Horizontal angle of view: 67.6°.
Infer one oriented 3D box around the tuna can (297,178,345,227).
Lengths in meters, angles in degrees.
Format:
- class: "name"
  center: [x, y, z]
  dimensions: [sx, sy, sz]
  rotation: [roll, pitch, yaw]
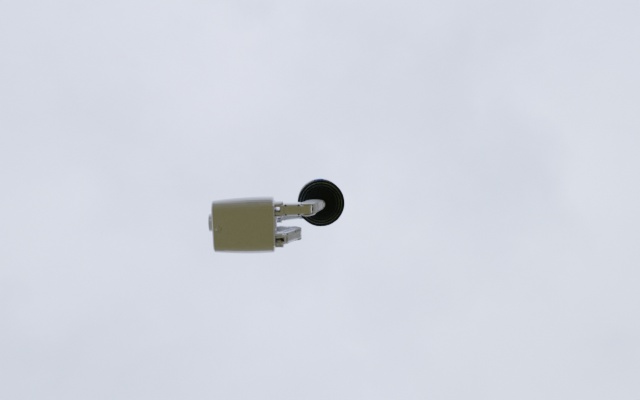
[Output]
- class: "tuna can"
  center: [0.000, 0.003, 0.877]
  dimensions: [0.086, 0.086, 0.033]
  rotation: [0, 9, -4]
